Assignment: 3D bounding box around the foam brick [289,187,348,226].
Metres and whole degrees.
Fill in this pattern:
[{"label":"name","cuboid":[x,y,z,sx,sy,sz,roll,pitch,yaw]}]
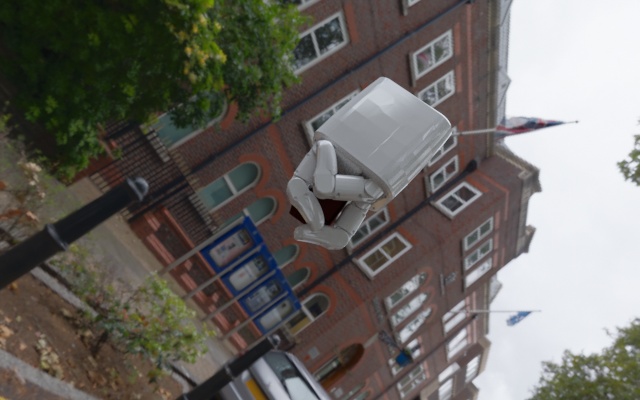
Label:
[{"label":"foam brick","cuboid":[0.000,0.002,0.562,0.053,0.051,0.078,36,-16,3]}]
